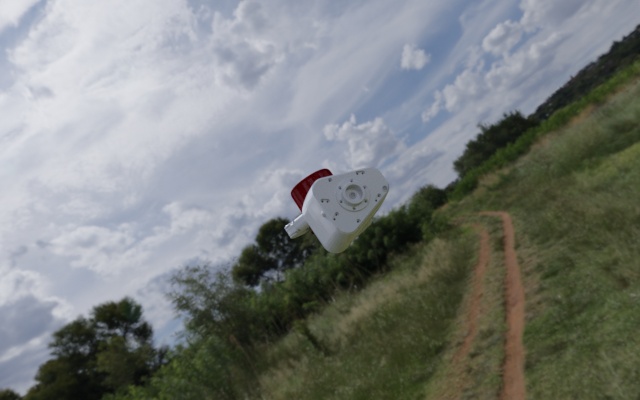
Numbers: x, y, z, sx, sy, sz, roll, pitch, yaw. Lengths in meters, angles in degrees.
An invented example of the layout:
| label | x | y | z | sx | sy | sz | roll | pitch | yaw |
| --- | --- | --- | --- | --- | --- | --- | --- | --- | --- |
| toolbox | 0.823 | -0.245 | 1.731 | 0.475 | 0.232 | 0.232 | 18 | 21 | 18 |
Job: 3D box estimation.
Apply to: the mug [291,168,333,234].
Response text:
| label | x | y | z | sx | sy | sz | roll | pitch | yaw |
| --- | --- | --- | --- | --- | --- | --- | --- | --- | --- |
| mug | 0.000 | 0.003 | 0.834 | 0.093 | 0.081 | 0.117 | -30 | -11 | -18 |
